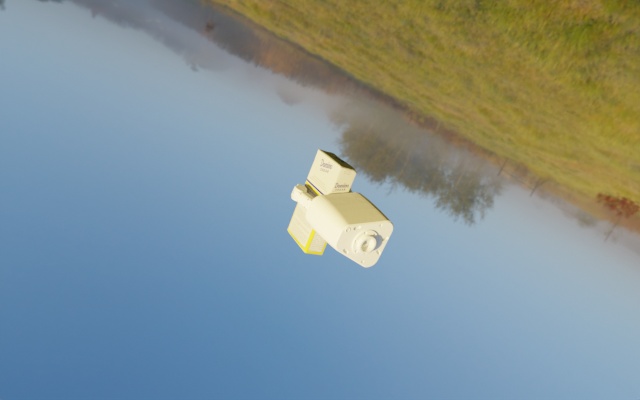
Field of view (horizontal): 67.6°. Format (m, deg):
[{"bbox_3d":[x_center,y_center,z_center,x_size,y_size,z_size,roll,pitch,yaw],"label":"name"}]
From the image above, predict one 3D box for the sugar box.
[{"bbox_3d":[0.001,0.003,0.897,0.048,0.176,0.093,14,19,-34],"label":"sugar box"}]
